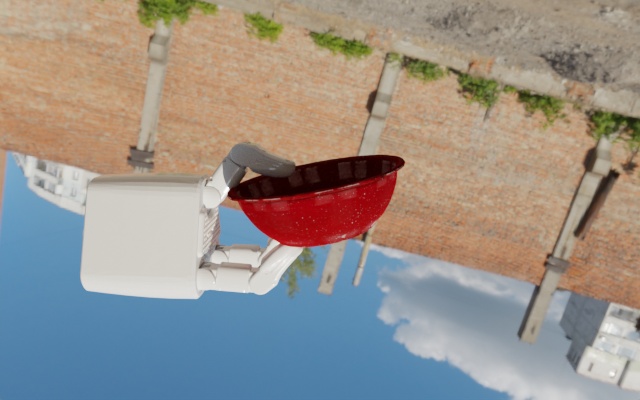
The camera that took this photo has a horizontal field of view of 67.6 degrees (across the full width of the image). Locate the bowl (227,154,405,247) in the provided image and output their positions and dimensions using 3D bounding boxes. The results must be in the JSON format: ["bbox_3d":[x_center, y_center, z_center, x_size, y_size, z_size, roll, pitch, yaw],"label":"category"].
[{"bbox_3d":[0.001,0.002,0.436,0.162,0.055,0.162,-11,12,2],"label":"bowl"}]
